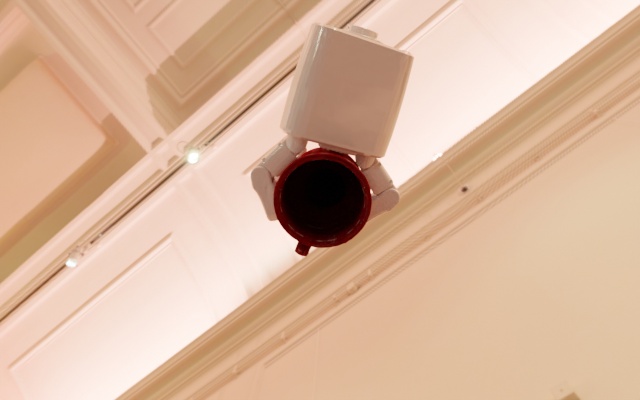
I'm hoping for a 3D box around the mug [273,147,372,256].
[{"bbox_3d":[0.000,0.003,0.490,0.093,0.117,0.081,18,16,-2],"label":"mug"}]
